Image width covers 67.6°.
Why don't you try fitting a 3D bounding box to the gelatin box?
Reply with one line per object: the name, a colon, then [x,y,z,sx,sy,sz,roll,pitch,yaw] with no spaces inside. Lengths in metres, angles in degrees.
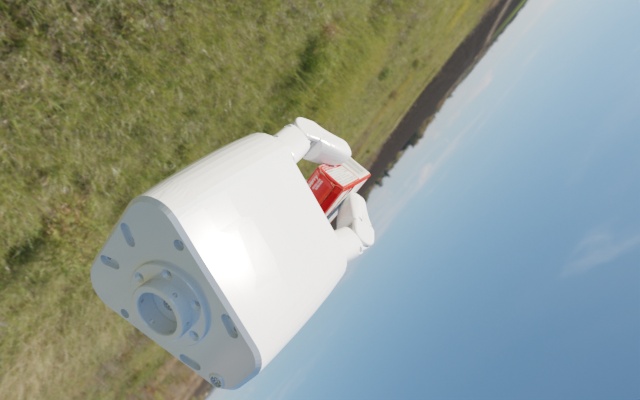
gelatin box: [0.001,0.002,0.406,0.030,0.073,0.089,42,21,8]
